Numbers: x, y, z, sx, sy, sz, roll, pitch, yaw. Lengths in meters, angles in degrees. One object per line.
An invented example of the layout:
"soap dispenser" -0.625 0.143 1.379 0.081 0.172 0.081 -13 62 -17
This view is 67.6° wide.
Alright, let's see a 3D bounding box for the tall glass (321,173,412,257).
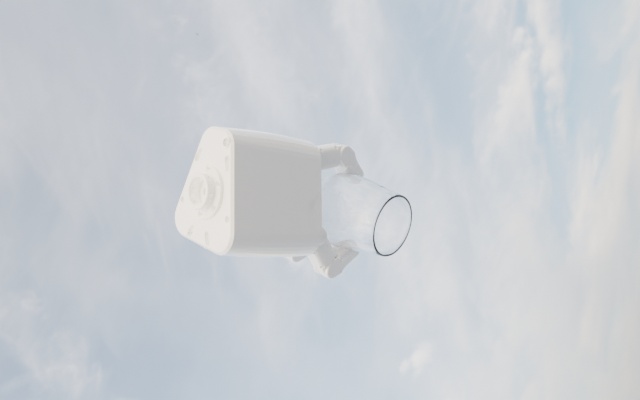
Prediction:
"tall glass" 0.000 0.002 0.525 0.201 0.079 0.079 18 12 42
